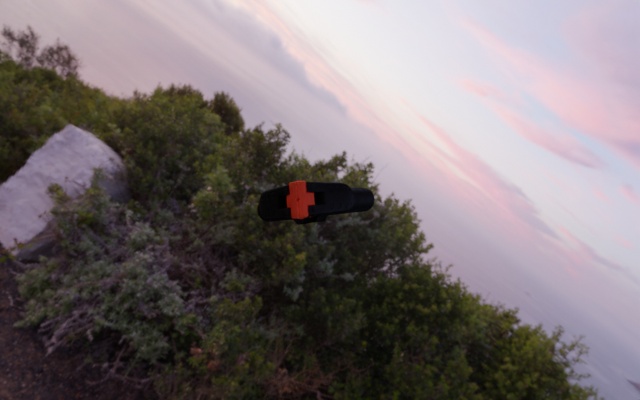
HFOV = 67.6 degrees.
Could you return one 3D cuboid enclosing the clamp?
[{"bbox_3d":[0.000,0.001,0.429,0.120,0.039,0.171,-12,1,-5],"label":"clamp"}]
